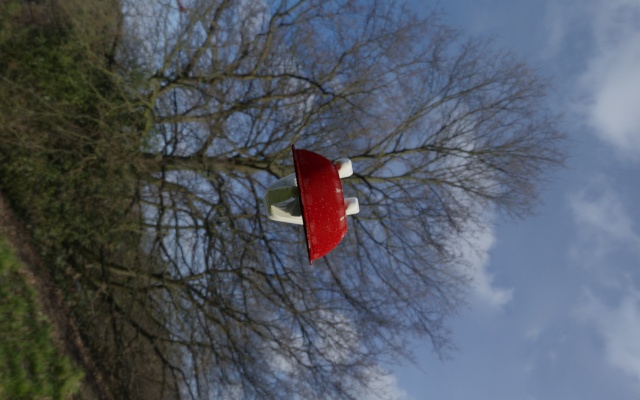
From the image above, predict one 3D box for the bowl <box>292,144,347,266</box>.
[{"bbox_3d":[0.001,0.002,0.631,0.055,0.162,0.162,-9,0,-3],"label":"bowl"}]
